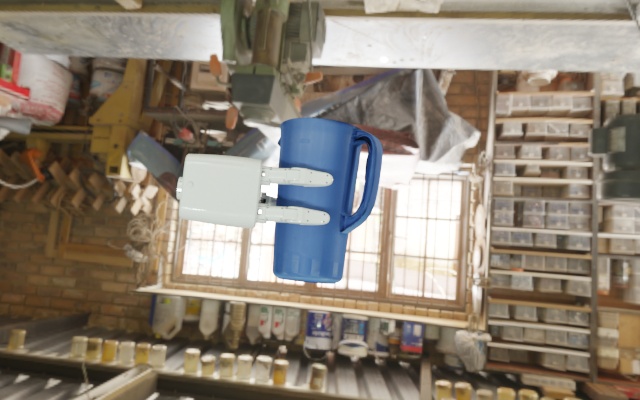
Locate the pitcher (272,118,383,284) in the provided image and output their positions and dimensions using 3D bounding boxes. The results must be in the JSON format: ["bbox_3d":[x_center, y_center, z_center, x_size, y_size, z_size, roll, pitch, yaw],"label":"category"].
[{"bbox_3d":[0.000,0.002,0.732,0.145,0.243,0.149,7,-7,-12],"label":"pitcher"}]
